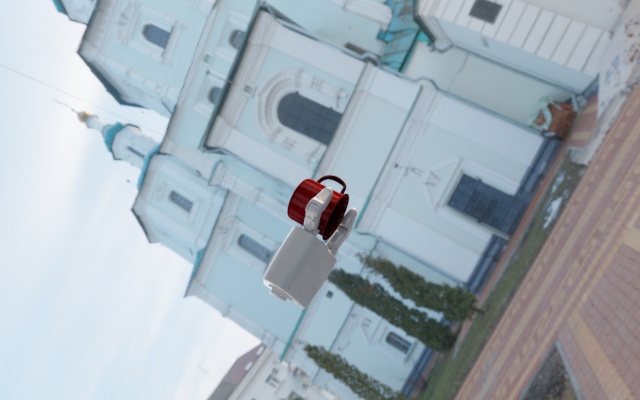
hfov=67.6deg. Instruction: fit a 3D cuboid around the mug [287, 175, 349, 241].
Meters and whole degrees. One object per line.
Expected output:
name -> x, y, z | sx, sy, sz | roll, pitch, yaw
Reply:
mug -> 0.001, 0.002, 0.857 | 0.081, 0.117, 0.093 | 27, -18, 17
